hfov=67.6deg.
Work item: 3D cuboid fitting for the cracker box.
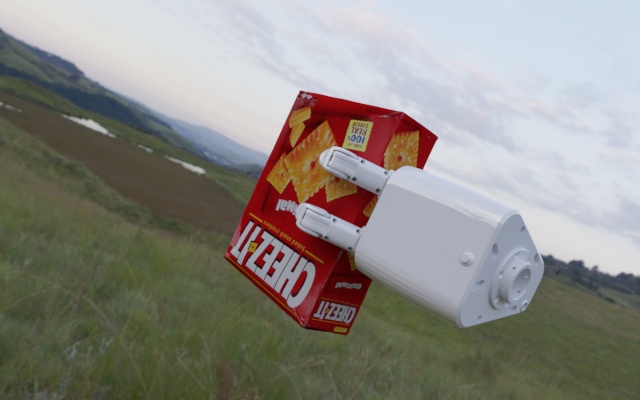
[{"bbox_3d":[0.000,0.002,0.496,0.072,0.213,0.164,23,3,-42],"label":"cracker box"}]
